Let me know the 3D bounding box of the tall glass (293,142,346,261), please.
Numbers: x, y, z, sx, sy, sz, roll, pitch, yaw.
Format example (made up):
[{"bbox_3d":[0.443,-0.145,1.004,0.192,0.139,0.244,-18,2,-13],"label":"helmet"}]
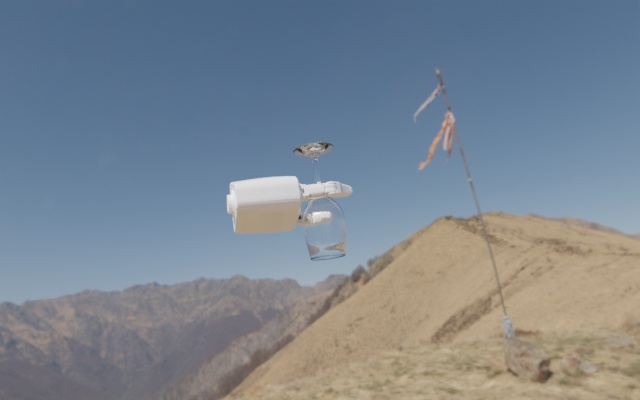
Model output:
[{"bbox_3d":[0.000,0.002,0.848,0.079,0.201,0.079,-8,-12,-2],"label":"tall glass"}]
